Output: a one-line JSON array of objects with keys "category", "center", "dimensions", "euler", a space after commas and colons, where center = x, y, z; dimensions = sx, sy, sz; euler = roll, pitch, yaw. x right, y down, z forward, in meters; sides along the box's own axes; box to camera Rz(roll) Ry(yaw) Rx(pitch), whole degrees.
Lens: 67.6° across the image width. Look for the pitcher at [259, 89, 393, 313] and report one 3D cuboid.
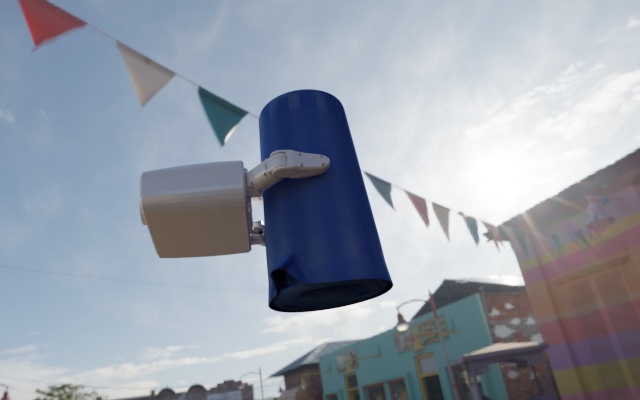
[{"category": "pitcher", "center": [0.000, 0.002, 0.556], "dimensions": [0.145, 0.242, 0.149], "euler": [-5, -24, -8]}]
